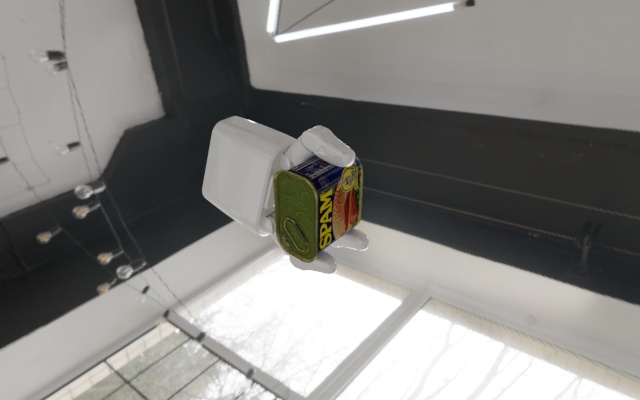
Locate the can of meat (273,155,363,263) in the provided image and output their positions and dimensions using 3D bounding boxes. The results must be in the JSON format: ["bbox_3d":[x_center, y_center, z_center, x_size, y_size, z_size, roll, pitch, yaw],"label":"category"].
[{"bbox_3d":[0.000,0.001,0.511,0.057,0.102,0.084,24,39,33],"label":"can of meat"}]
